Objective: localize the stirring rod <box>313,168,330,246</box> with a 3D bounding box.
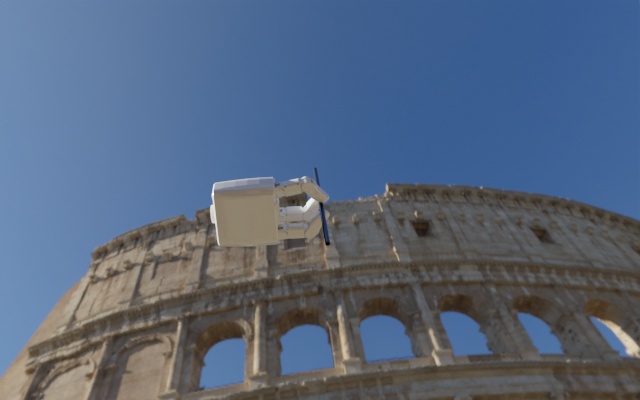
[{"bbox_3d":[0.000,0.003,0.845,0.011,0.011,0.239,0,33,-6],"label":"stirring rod"}]
